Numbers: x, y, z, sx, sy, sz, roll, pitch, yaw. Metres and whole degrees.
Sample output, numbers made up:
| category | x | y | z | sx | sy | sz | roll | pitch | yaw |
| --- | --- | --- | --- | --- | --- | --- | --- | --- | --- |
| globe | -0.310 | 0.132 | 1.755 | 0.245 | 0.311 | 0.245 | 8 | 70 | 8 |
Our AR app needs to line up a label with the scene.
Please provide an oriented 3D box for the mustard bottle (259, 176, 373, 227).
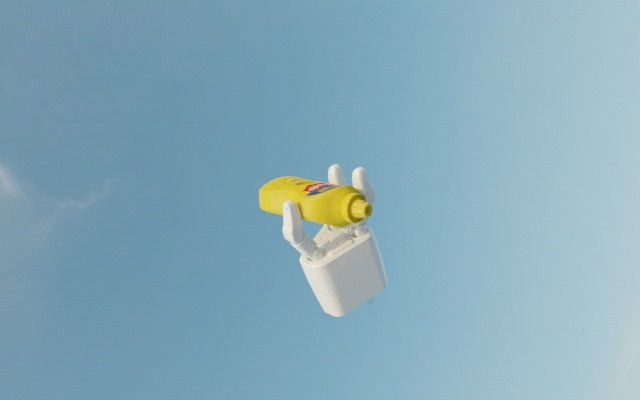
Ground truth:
| category | x | y | z | sx | sy | sz | roll | pitch | yaw |
| --- | --- | --- | --- | --- | --- | --- | --- | --- | --- |
| mustard bottle | 0.000 | 0.002 | 0.702 | 0.096 | 0.058 | 0.191 | -11 | 15 | -40 |
